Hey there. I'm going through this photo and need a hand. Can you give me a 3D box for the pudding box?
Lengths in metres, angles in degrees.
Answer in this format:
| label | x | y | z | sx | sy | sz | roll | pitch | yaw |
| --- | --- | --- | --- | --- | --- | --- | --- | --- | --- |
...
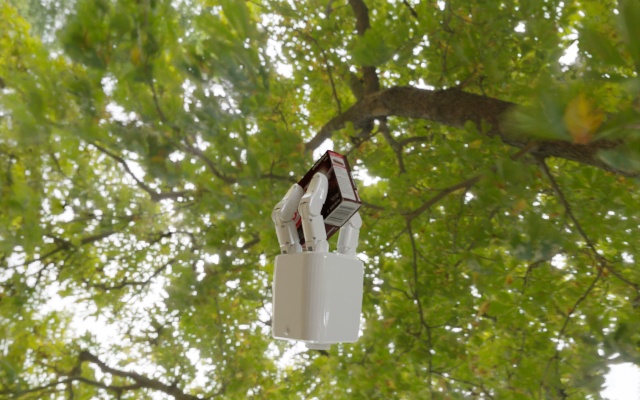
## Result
| label | x | y | z | sx | sy | sz | roll | pitch | yaw |
| --- | --- | --- | --- | --- | --- | --- | --- | --- | --- |
| pudding box | 0.000 | 0.002 | 0.641 | 0.039 | 0.090 | 0.113 | 17 | -47 | -36 |
